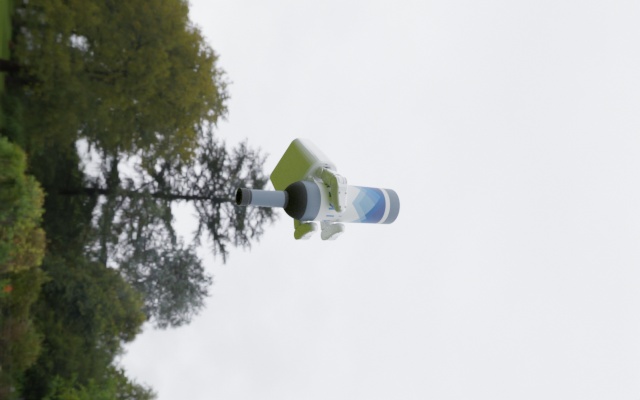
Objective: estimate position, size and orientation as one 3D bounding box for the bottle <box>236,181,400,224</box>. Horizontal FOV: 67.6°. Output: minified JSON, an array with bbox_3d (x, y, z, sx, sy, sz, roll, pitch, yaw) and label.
[{"bbox_3d":[0.000,0.003,0.811,0.296,0.069,0.069,4,-2,-30],"label":"bottle"}]
